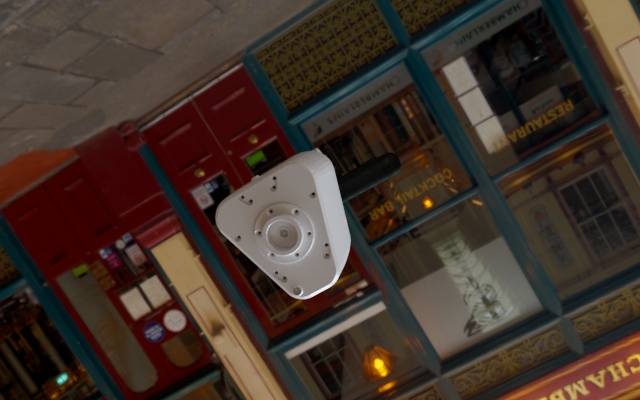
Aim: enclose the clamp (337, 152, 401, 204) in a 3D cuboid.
[{"bbox_3d":[0.000,0.003,0.577,0.210,0.036,0.164,-31,1,10],"label":"clamp"}]
